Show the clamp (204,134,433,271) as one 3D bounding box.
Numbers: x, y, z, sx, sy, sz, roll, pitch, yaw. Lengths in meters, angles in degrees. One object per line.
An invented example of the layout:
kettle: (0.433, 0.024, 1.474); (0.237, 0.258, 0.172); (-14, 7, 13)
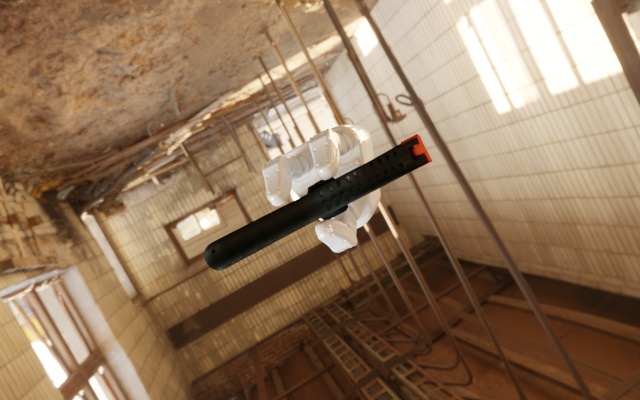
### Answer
clamp: (0.001, 0.002, 0.440); (0.210, 0.036, 0.164); (-27, 2, 18)
